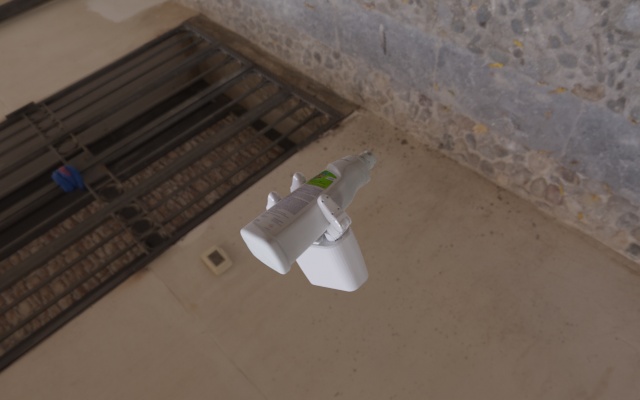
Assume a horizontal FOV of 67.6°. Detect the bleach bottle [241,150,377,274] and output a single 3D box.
[{"bbox_3d":[0.000,0.002,0.751,0.250,0.068,0.102,-39,34,-23],"label":"bleach bottle"}]
